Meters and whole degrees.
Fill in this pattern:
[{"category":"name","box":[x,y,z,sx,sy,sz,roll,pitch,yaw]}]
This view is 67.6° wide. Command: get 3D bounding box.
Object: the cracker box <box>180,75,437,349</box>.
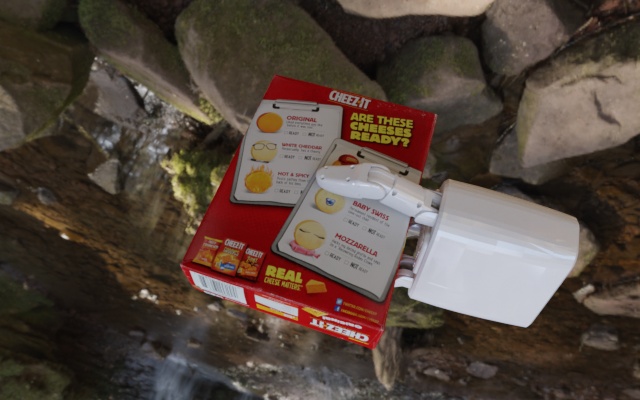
[{"category":"cracker box","box":[0.000,0.001,0.430,0.164,0.213,0.072,16,-30,7]}]
